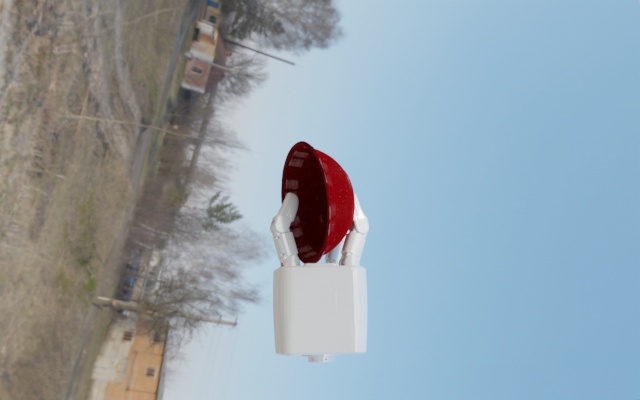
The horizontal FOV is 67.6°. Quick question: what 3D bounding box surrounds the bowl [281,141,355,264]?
[{"bbox_3d":[0.000,0.001,0.632,0.055,0.162,0.162,-5,2,-24],"label":"bowl"}]
